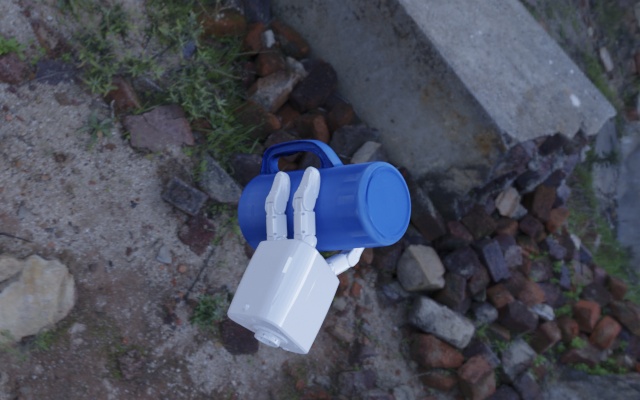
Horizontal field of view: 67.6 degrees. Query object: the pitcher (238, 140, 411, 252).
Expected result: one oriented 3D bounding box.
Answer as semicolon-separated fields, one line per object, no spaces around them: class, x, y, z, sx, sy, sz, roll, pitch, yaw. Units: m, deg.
pitcher;0.000;0.002;0.682;0.243;0.145;0.149;-7;-43;45
